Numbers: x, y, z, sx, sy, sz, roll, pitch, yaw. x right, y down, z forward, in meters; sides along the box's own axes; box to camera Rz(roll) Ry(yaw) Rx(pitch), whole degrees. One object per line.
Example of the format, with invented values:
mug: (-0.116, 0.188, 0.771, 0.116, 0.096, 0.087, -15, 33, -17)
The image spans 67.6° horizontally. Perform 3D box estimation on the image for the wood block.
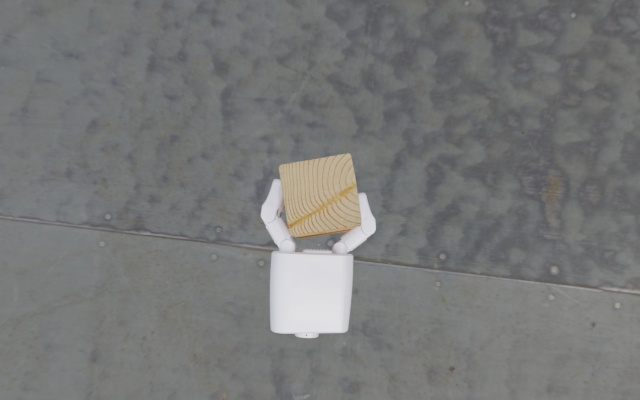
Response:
wood block: (0.000, 0.003, 0.673, 0.091, 0.090, 0.206, -9, -5, -1)
